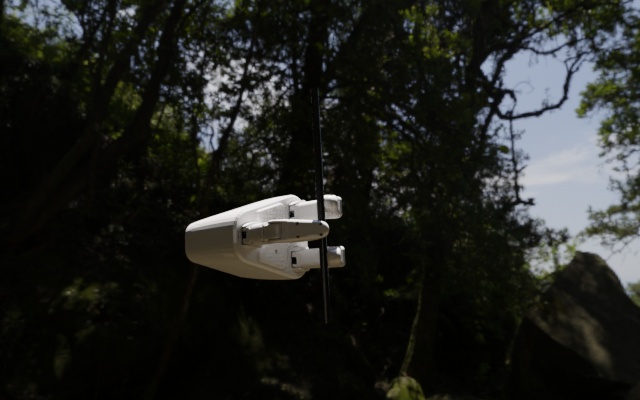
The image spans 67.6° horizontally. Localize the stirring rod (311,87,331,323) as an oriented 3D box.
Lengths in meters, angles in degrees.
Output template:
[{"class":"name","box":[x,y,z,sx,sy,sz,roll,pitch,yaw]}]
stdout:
[{"class":"stirring rod","box":[0.000,0.002,0.486,0.011,0.239,0.011,-3,-7,0]}]
